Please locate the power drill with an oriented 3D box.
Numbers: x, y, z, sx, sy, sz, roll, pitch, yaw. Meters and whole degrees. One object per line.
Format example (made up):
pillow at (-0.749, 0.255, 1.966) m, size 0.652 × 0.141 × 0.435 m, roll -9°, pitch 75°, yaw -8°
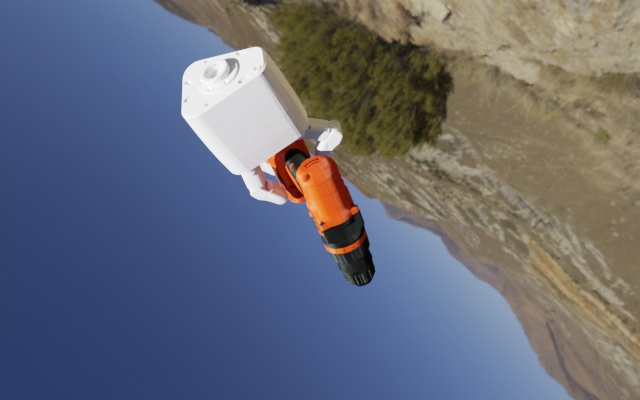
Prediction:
power drill at (0.000, 0.002, 0.609) m, size 0.057 × 0.184 × 0.187 m, roll -28°, pitch 33°, yaw -10°
